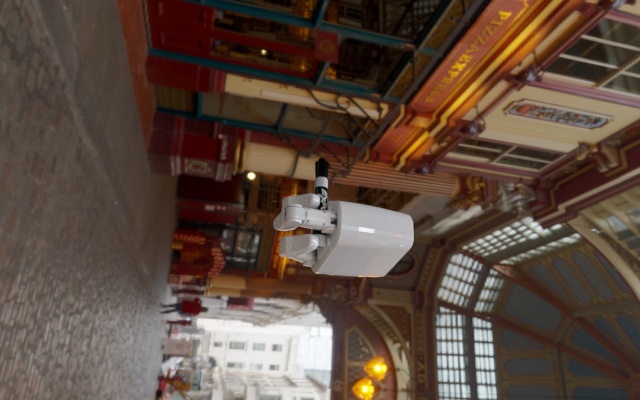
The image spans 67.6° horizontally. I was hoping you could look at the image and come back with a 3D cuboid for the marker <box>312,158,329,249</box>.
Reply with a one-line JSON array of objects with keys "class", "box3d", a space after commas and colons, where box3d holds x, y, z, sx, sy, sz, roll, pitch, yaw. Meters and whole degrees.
[{"class": "marker", "box3d": [0.000, 0.002, 0.615, 0.020, 0.121, 0.020, 2, -19, 1]}]
